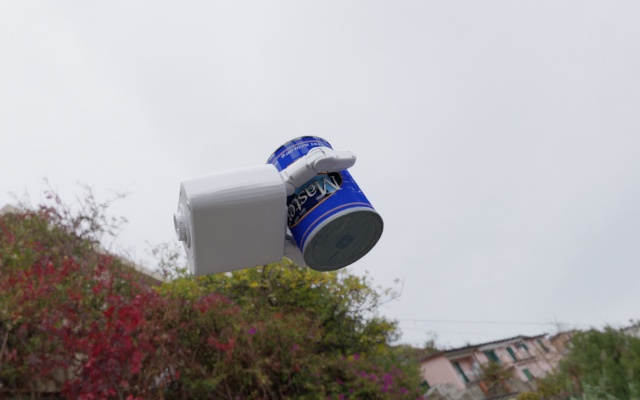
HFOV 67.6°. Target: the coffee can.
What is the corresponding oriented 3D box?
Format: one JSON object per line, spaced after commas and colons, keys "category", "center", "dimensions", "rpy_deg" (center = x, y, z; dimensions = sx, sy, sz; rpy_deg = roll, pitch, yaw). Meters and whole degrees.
{"category": "coffee can", "center": [0.000, 0.002, 0.592], "dimensions": [0.103, 0.103, 0.140], "rpy_deg": [0, 42, -34]}
